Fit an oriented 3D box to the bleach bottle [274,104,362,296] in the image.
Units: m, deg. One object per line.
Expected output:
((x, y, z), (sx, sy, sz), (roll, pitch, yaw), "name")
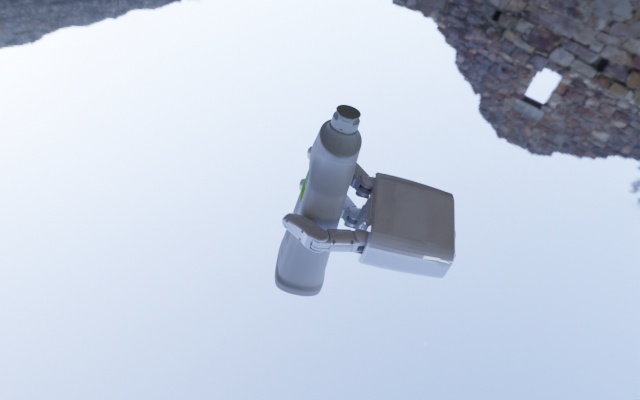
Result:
((0.000, 0.002, 0.586), (0.068, 0.251, 0.102), (12, 40, -7), "bleach bottle")
